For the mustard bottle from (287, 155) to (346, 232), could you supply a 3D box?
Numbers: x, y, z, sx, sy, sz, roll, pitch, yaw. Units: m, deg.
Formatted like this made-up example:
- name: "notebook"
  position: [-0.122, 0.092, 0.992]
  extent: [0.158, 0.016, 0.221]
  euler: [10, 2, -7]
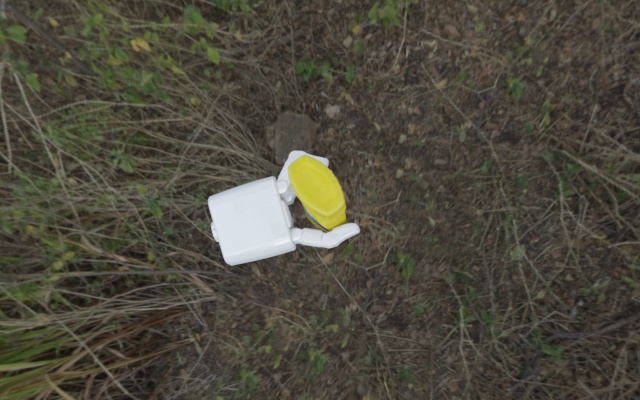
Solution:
- name: "mustard bottle"
  position: [0.000, 0.002, 0.734]
  extent: [0.058, 0.096, 0.192]
  euler: [-39, -14, -6]
